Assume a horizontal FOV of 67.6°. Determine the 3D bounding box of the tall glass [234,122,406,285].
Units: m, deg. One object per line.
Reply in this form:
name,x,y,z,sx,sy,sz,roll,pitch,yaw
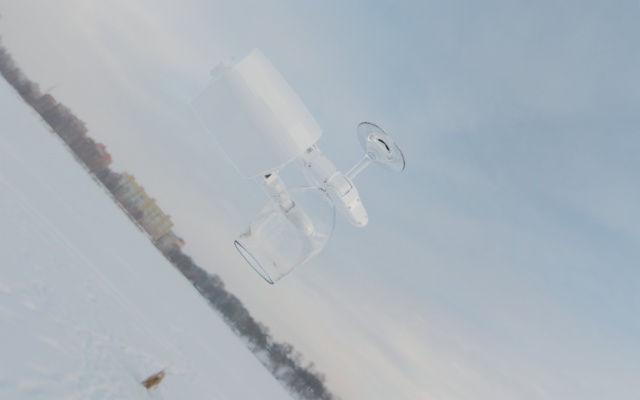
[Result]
tall glass,0.001,0.001,0.527,0.201,0.079,0.079,-43,15,-17
